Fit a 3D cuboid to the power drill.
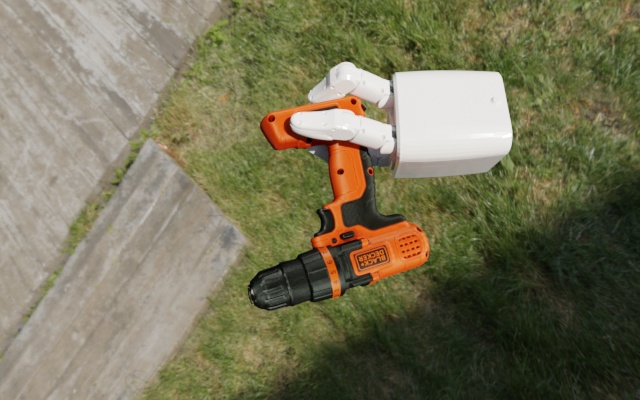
[{"bbox_3d":[0.000,0.001,0.474,0.184,0.187,0.057,-15,-4,-15],"label":"power drill"}]
